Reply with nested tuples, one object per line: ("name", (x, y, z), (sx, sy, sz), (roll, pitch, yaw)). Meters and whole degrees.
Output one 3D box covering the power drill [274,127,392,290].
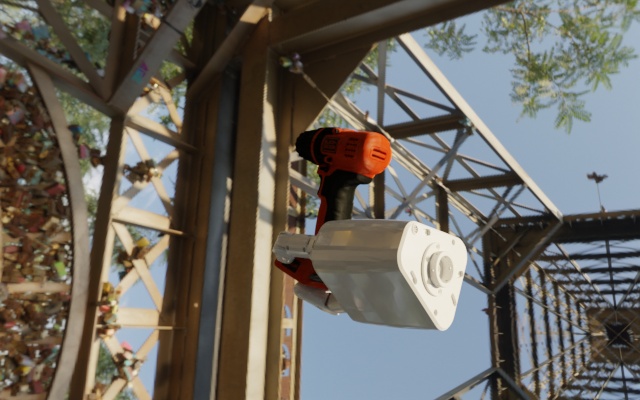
("power drill", (0.000, 0.002, 0.579), (0.057, 0.187, 0.184), (13, 2, -28))
